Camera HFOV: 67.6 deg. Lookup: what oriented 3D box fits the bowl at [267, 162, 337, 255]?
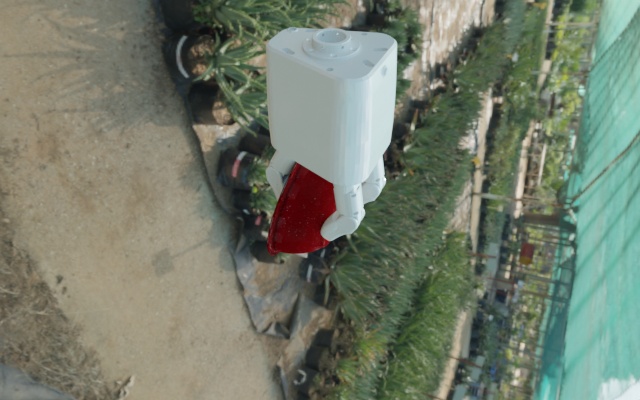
[{"bbox_3d":[0.000,0.003,0.560,0.055,0.162,0.162,25,5,10],"label":"bowl"}]
